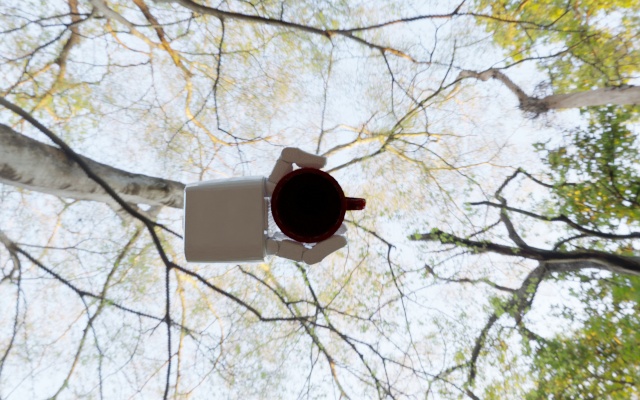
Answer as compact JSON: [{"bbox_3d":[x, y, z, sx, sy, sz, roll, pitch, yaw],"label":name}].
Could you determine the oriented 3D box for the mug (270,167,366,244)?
[{"bbox_3d":[0.002,0.002,0.617,0.117,0.093,0.081,-2,6,5],"label":"mug"}]
